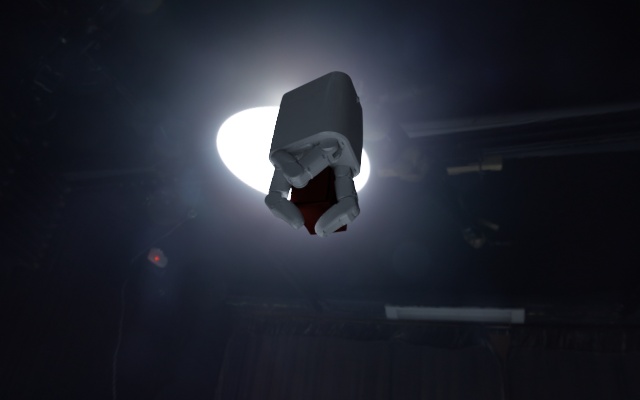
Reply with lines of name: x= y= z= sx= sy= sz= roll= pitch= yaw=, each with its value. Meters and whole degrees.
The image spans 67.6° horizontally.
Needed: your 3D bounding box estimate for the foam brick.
foam brick: x=0.000 y=0.002 z=0.608 sx=0.053 sy=0.051 sz=0.078 roll=-6 pitch=-33 yaw=18
